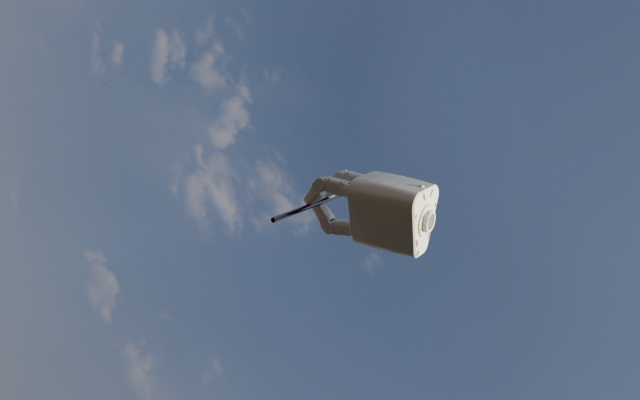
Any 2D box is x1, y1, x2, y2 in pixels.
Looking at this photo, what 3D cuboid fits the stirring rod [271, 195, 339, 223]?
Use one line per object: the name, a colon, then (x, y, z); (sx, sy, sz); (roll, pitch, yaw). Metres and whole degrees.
stirring rod: (0.000, 0.003, 0.785); (0.011, 0.011, 0.239); (0, 12, 36)
